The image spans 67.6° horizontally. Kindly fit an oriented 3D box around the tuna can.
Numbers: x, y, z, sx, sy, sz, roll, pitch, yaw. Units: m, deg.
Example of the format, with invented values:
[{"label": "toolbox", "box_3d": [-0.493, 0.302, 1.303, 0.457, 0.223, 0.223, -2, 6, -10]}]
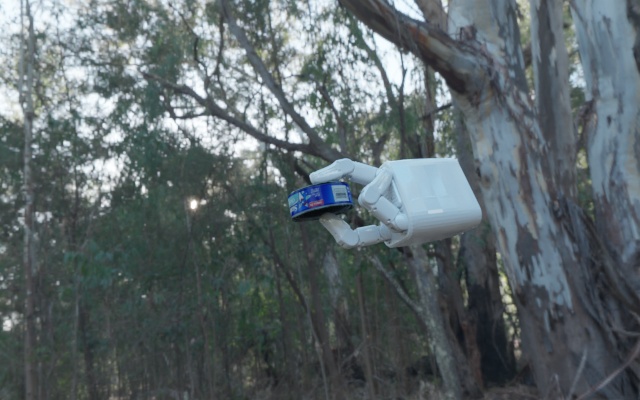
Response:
[{"label": "tuna can", "box_3d": [0.000, 0.002, 0.641, 0.086, 0.033, 0.086, -12, -11, -2]}]
